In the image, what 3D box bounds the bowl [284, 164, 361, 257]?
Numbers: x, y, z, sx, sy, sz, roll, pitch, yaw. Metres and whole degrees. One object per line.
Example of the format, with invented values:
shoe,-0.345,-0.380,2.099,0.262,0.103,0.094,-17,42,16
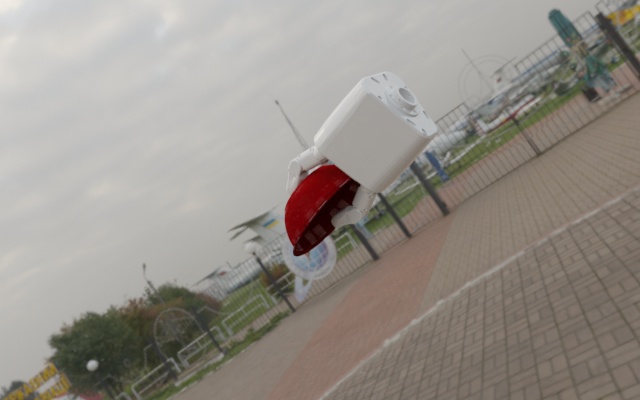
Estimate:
bowl,-0.001,0.003,0.679,0.055,0.162,0.162,41,12,15
